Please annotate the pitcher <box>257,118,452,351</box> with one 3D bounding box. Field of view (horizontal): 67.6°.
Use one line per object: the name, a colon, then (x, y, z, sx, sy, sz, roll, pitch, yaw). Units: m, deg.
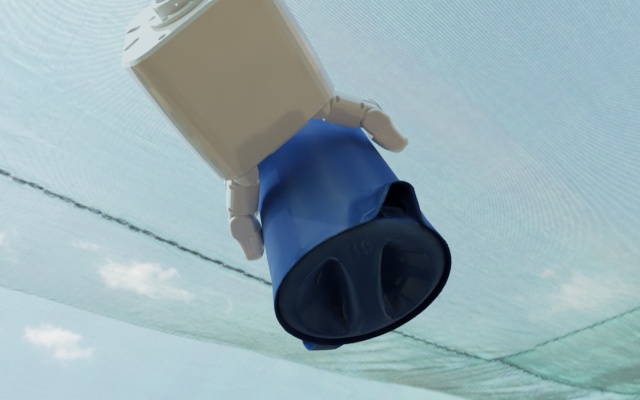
pitcher: (0.000, 0.001, 0.431, 0.149, 0.242, 0.145, -31, -49, 8)
